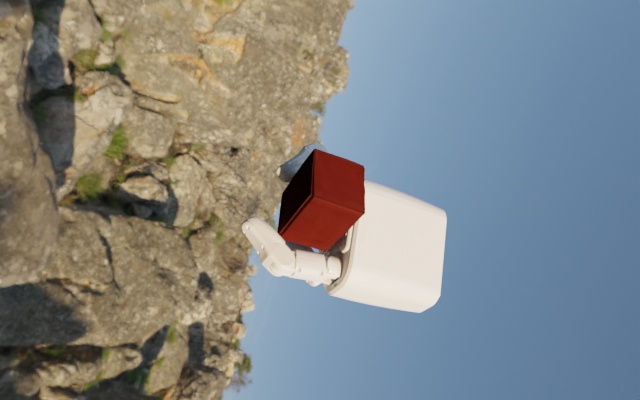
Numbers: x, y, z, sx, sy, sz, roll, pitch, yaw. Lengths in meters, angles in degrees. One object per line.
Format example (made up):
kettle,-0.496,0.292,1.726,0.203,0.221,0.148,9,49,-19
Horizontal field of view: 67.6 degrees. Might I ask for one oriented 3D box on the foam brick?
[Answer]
foam brick,0.000,0.001,0.429,0.051,0.053,0.078,17,-37,-19
